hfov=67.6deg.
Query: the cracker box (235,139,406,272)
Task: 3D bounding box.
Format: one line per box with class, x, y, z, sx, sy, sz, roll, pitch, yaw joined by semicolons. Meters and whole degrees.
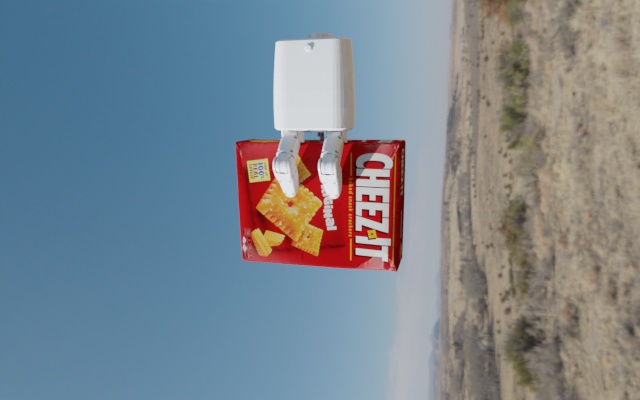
cracker box;0.000;0.002;0.629;0.213;0.164;0.072;2;11;14
